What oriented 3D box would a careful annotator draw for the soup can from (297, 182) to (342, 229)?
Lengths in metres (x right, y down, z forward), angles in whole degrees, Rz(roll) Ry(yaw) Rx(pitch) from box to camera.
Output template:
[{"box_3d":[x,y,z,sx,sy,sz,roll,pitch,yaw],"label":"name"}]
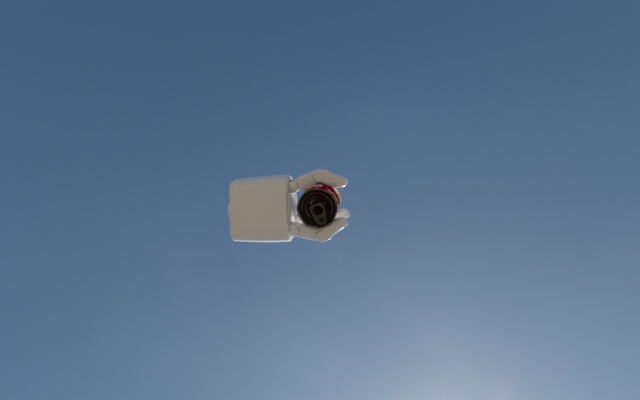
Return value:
[{"box_3d":[0.001,0.003,0.837,0.068,0.068,0.102,0,13,7],"label":"soup can"}]
